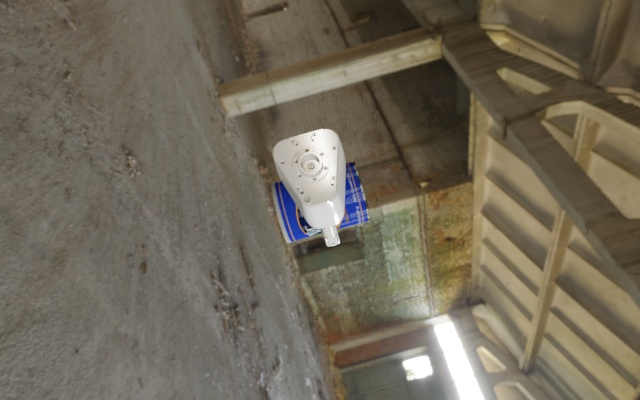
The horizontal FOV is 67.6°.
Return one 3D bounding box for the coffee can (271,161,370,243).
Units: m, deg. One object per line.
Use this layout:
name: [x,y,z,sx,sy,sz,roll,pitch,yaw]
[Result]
coffee can: [0.000,0.003,0.782,0.140,0.103,0.103,-15,0,1]
